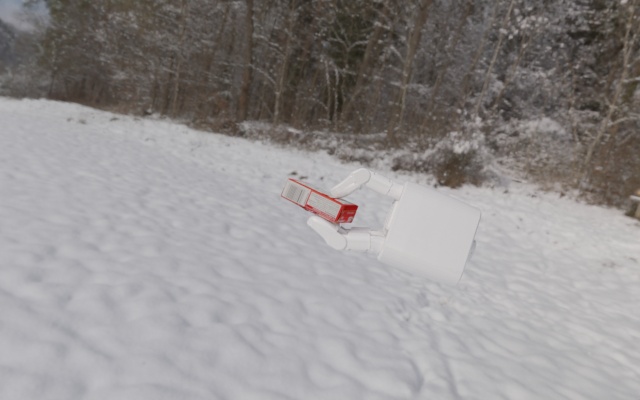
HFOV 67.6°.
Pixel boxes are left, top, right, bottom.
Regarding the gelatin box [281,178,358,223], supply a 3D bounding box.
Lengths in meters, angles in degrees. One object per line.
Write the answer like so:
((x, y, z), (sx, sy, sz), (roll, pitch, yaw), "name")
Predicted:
((0.000, 0.002, 0.655), (0.089, 0.030, 0.073), (26, 6, 18), "gelatin box")
